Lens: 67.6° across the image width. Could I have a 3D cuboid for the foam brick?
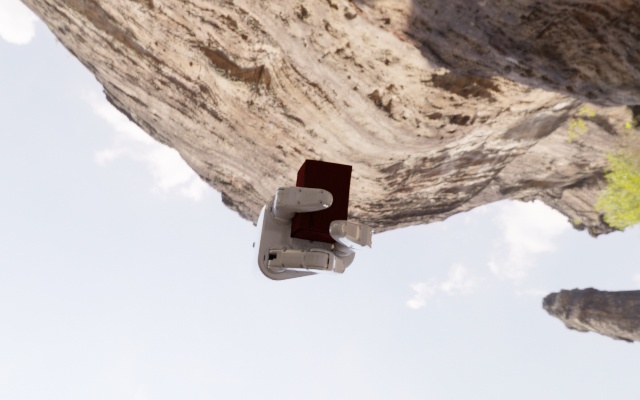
[{"bbox_3d":[0.000,0.001,0.515,0.053,0.078,0.051,9,-15,-11],"label":"foam brick"}]
